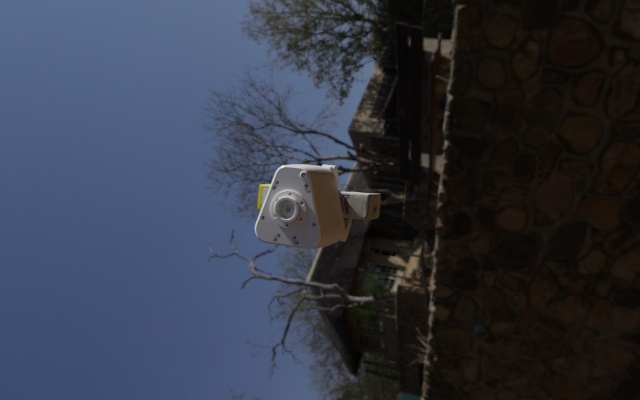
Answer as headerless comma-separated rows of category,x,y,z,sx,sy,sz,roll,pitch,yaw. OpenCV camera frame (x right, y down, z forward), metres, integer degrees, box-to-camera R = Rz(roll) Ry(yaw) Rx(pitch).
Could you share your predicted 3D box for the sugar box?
sugar box,0.000,0.003,0.754,0.176,0.048,0.093,7,3,18
